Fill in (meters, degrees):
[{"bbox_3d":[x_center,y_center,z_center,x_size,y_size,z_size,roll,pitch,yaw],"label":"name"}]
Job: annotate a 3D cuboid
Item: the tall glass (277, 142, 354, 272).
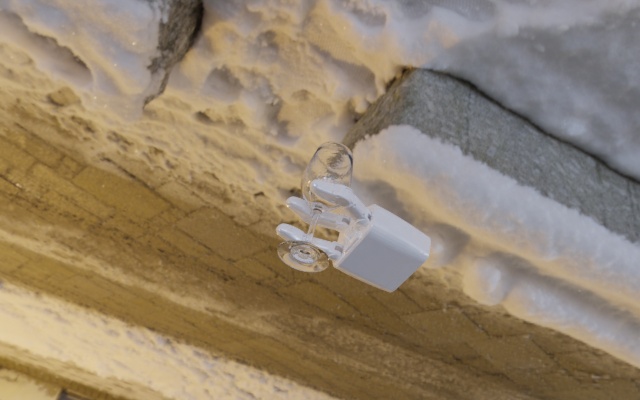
[{"bbox_3d":[0.000,0.003,0.710,0.079,0.201,0.079,10,-38,8],"label":"tall glass"}]
